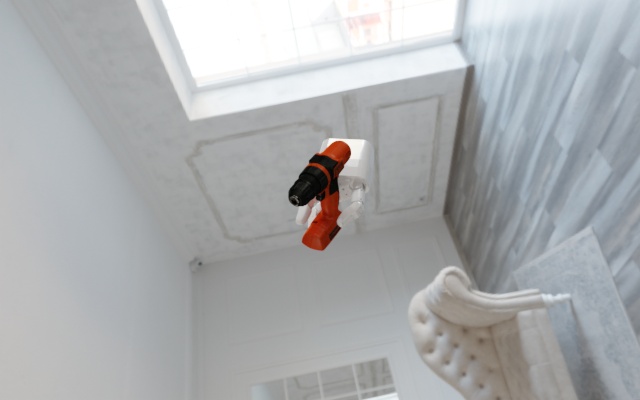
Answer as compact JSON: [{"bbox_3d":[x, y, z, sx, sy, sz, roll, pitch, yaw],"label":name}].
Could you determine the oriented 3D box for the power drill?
[{"bbox_3d":[0.000,0.003,0.890,0.057,0.188,0.184,22,45,22],"label":"power drill"}]
